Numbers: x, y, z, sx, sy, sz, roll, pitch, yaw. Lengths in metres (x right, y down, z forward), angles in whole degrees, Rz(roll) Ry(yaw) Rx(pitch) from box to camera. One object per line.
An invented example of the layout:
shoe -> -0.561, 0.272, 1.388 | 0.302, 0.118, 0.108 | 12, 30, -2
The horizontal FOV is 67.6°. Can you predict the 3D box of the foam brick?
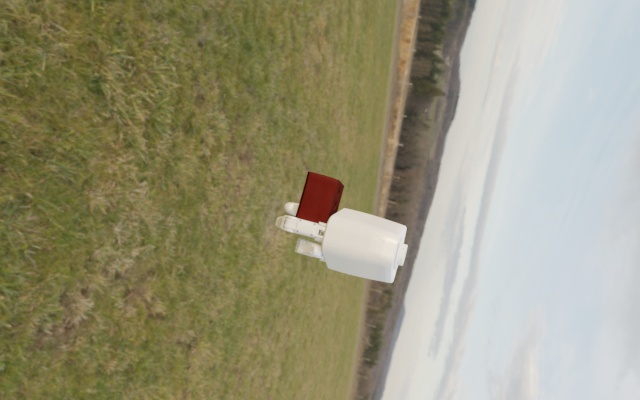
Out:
foam brick -> 0.000, 0.002, 0.741 | 0.051, 0.078, 0.053 | 13, -6, 15
